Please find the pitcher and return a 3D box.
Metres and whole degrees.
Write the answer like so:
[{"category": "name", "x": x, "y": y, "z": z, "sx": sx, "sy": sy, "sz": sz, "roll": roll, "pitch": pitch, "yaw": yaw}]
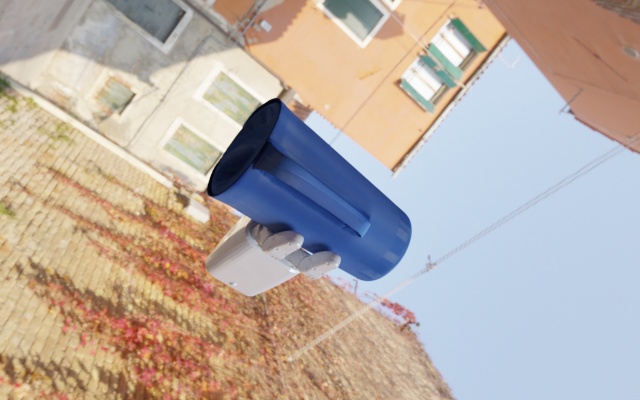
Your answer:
[{"category": "pitcher", "x": 0.000, "y": 0.002, "z": 0.572, "sx": 0.243, "sy": 0.149, "sz": 0.145, "roll": 35, "pitch": -50, "yaw": -26}]
